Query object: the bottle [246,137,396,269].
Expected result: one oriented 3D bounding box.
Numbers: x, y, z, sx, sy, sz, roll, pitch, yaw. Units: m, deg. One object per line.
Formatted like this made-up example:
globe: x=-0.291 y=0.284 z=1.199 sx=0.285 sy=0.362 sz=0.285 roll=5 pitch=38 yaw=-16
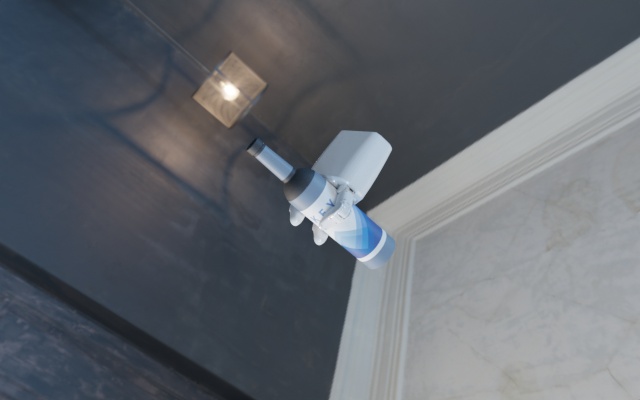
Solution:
bottle: x=0.000 y=0.003 z=0.784 sx=0.296 sy=0.069 sz=0.069 roll=40 pitch=-15 yaw=-19
